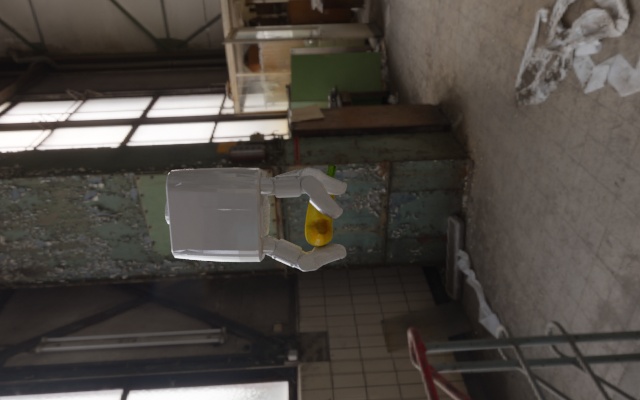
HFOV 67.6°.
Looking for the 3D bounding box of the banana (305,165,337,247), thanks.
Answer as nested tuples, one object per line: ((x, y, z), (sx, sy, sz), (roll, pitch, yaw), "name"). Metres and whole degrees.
((-0.001, 0.017, 0.628), (0.037, 0.070, 0.197), (4, 26, 1), "banana")
